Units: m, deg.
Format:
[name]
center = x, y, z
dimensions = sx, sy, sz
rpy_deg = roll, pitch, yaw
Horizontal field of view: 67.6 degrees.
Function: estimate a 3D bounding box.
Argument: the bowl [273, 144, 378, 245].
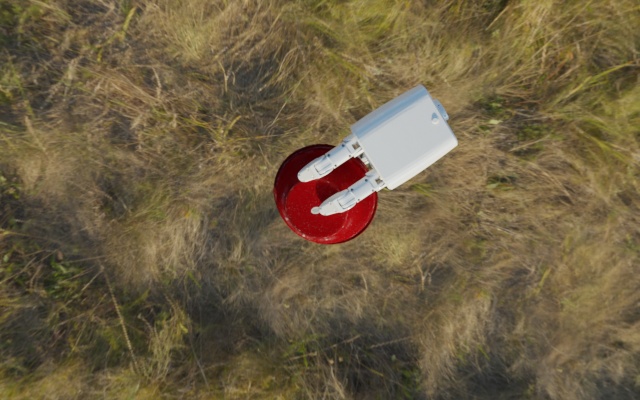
[bowl]
center = -0.001, 0.003, 0.696
dimensions = 0.162, 0.162, 0.055
rpy_deg = 0, 21, 15
